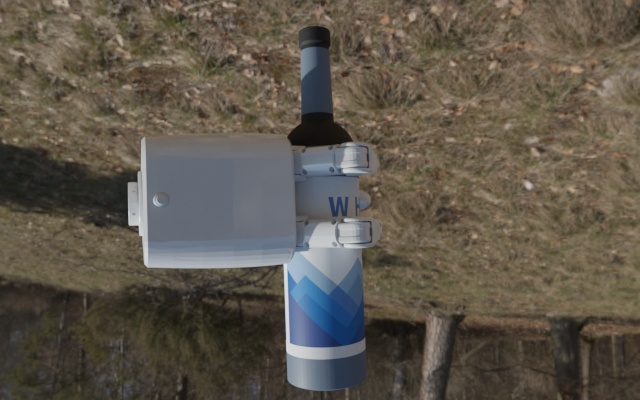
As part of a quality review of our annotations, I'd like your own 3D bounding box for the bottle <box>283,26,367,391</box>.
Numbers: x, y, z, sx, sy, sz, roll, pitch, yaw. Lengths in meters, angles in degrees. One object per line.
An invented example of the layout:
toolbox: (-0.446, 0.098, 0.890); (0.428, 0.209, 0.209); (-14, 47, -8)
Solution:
bottle: (0.000, 0.002, 0.406); (0.069, 0.295, 0.069); (-2, -2, 0)
